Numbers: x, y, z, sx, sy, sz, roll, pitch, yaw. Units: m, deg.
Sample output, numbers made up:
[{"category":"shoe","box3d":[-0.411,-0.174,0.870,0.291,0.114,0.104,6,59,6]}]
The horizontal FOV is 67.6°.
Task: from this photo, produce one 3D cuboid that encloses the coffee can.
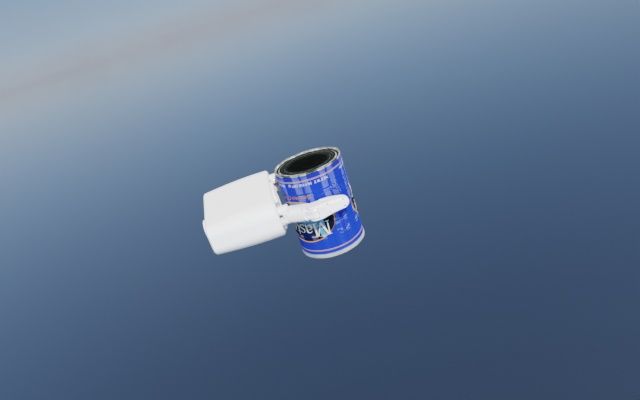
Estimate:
[{"category":"coffee can","box3d":[0.000,0.002,0.731,0.103,0.140,0.102,-16,23,7]}]
